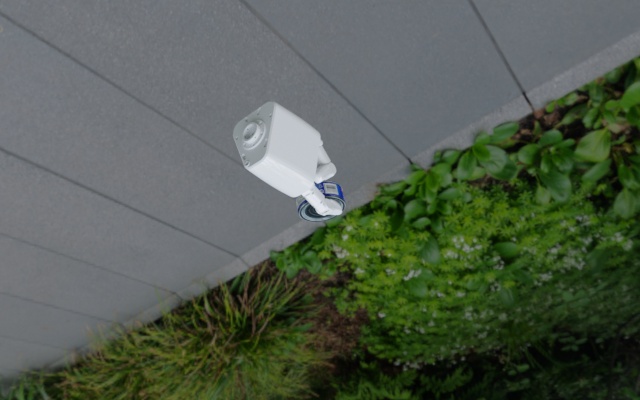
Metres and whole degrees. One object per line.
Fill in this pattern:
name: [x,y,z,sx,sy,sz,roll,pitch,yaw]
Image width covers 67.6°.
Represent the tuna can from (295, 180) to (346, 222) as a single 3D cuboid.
tuna can: [0.000,0.003,0.835,0.086,0.033,0.086,-9,-32,-6]
